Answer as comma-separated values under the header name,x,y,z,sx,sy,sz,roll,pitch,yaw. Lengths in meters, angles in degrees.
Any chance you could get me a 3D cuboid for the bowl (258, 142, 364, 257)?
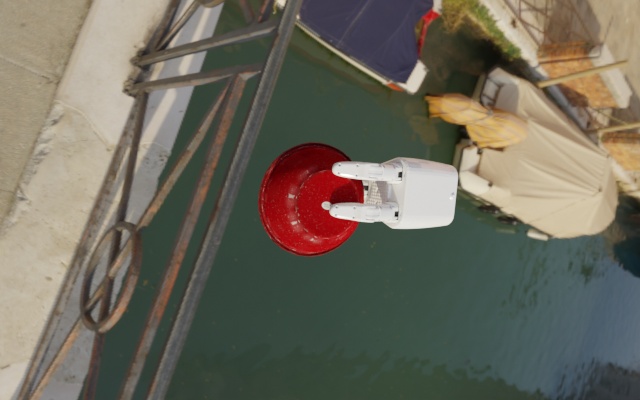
name,x,y,z,sx,sy,sz,roll,pitch,yaw
bowl,-0.001,0.002,0.650,0.162,0.162,0.055,0,6,-23
